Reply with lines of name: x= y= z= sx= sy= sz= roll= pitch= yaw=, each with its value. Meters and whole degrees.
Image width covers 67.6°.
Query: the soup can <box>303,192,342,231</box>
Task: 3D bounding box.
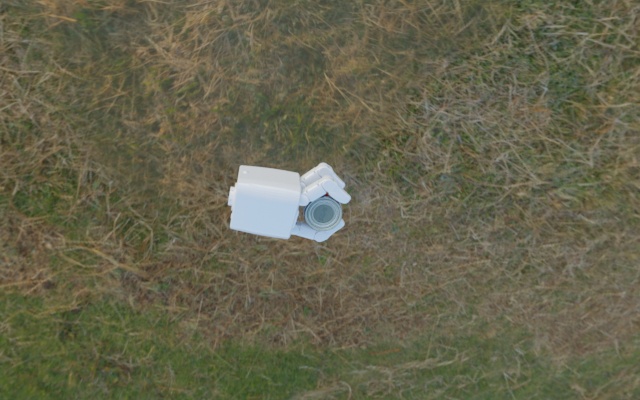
soup can: x=0.001 y=0.003 z=0.856 sx=0.068 sy=0.068 sz=0.102 roll=0 pitch=25 yaw=-6
